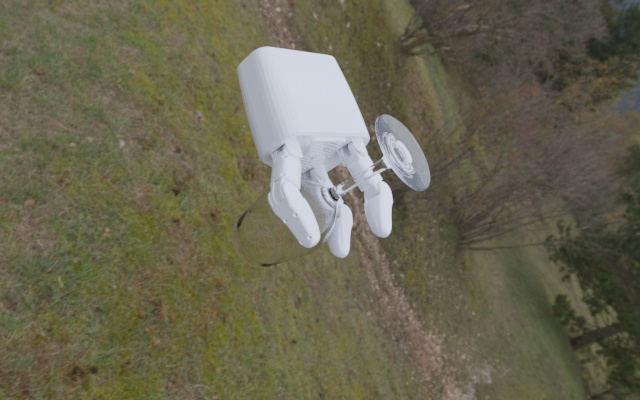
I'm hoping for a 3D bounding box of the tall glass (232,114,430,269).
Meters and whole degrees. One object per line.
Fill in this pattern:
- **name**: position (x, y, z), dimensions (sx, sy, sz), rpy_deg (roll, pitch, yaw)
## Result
- **tall glass**: position (0.001, 0.001, 0.458), dimensions (0.201, 0.079, 0.079), rpy_deg (-32, -19, 33)
